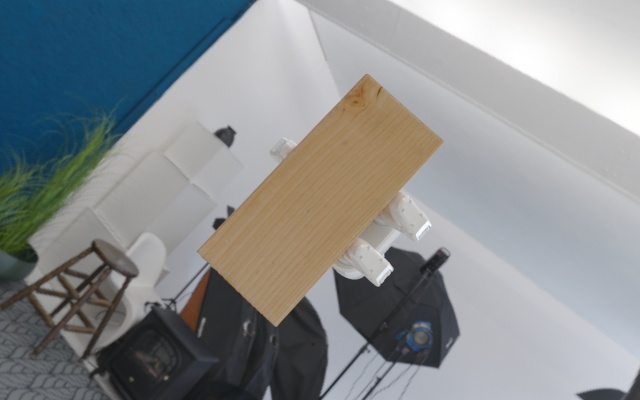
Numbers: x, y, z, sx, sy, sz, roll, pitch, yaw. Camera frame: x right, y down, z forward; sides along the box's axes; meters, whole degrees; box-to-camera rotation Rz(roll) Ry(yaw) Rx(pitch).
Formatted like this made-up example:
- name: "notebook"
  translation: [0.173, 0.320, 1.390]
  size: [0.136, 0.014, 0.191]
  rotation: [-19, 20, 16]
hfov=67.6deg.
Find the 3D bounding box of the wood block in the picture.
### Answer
- name: "wood block"
  translation: [0.000, 0.001, 0.433]
  size: [0.091, 0.206, 0.090]
  rotation: [42, -7, 4]
